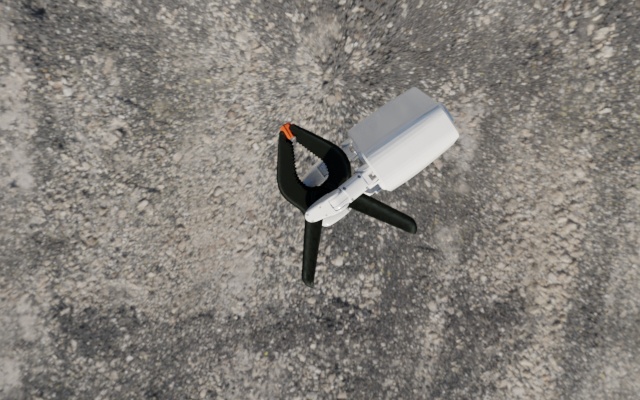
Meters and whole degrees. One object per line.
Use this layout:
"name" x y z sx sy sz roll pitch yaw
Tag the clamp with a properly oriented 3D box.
"clamp" 0.000 0.002 0.603 0.164 0.210 0.036 -36 11 7
